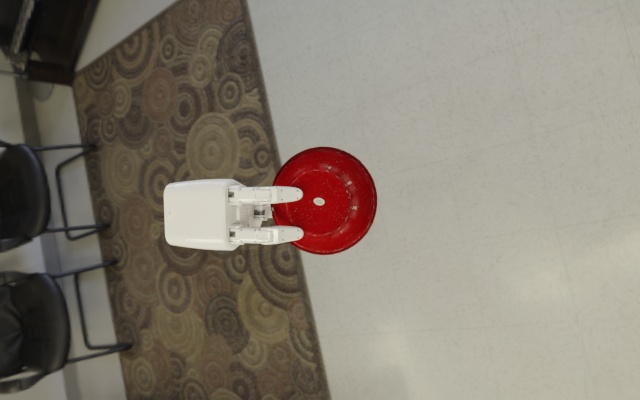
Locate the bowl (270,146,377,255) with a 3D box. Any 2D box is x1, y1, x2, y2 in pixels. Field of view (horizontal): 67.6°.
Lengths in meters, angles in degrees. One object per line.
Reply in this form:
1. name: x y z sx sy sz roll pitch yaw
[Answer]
1. bowl: 0.001 0.002 0.683 0.162 0.162 0.055 0 3 8
